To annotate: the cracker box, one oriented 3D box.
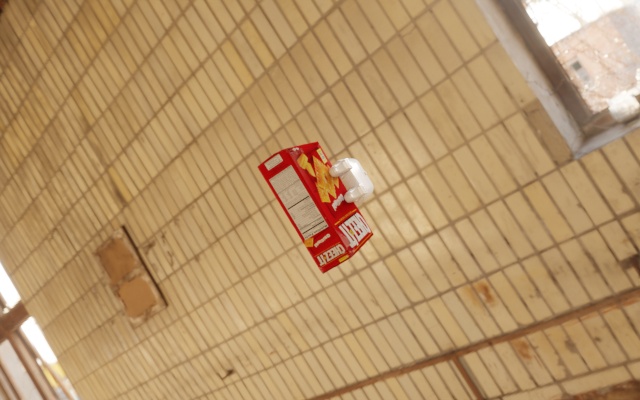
[{"bbox_3d":[0.000,0.003,0.857,0.072,0.213,0.164,-32,-2,22],"label":"cracker box"}]
